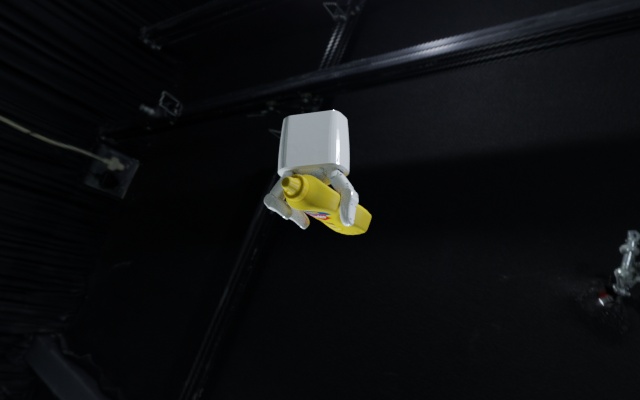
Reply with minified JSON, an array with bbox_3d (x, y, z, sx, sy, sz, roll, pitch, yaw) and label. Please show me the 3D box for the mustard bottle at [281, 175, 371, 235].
[{"bbox_3d":[0.000,0.003,0.784,0.096,0.058,0.192,16,-10,38],"label":"mustard bottle"}]
